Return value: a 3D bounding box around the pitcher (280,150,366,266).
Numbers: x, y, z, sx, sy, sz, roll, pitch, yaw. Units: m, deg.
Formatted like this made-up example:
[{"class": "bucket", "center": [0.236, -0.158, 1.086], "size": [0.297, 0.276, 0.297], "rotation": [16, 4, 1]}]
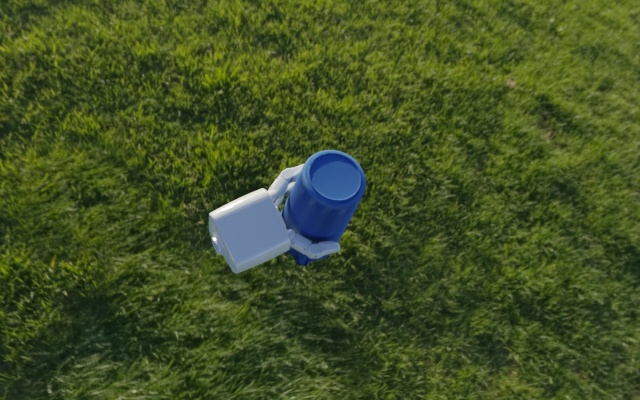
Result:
[{"class": "pitcher", "center": [0.000, 0.003, 0.875], "size": [0.145, 0.149, 0.243], "rotation": [-26, -17, -23]}]
